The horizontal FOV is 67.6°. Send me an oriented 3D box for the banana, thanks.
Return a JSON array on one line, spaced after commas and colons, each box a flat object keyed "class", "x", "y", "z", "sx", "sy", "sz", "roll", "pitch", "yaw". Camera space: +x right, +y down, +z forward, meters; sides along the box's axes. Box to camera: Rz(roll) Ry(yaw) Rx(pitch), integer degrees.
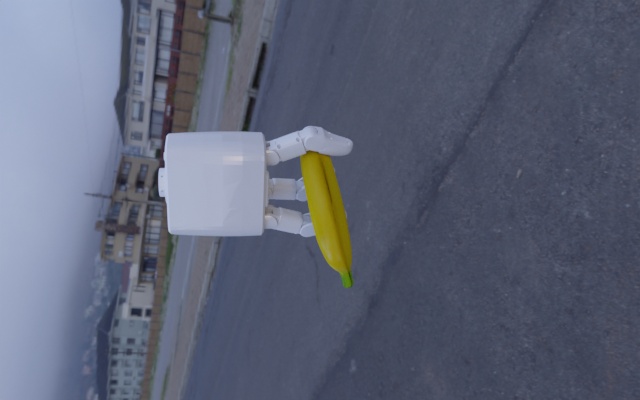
[{"class": "banana", "x": 0.002, "y": -0.004, "z": 0.535, "sx": 0.037, "sy": 0.197, "sz": 0.070, "roll": -9, "pitch": -26, "yaw": -8}]
